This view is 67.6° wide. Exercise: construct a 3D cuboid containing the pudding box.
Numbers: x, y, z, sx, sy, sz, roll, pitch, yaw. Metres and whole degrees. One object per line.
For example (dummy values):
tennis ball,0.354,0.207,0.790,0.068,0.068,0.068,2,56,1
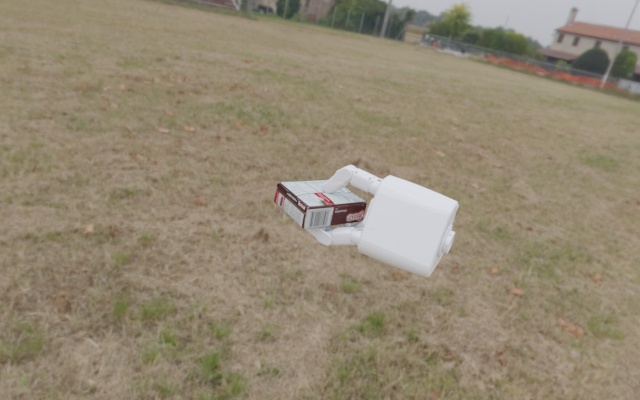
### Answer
pudding box,0.000,0.002,0.728,0.113,0.039,0.090,-3,27,-36
